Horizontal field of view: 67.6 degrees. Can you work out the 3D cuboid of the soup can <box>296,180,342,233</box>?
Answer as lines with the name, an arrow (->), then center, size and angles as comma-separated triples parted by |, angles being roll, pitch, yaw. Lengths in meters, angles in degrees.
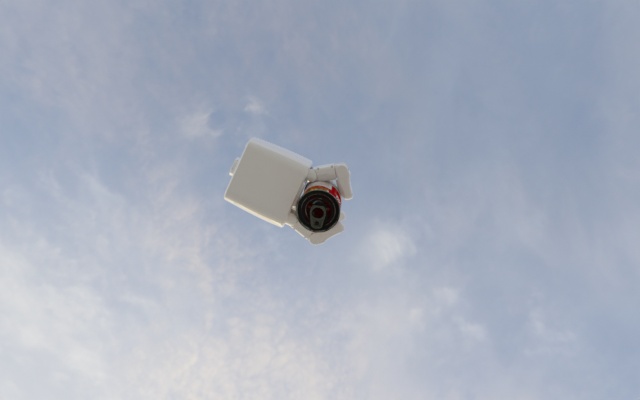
soup can -> 0.001, 0.003, 0.763 | 0.068, 0.068, 0.102 | 0, 16, 5
